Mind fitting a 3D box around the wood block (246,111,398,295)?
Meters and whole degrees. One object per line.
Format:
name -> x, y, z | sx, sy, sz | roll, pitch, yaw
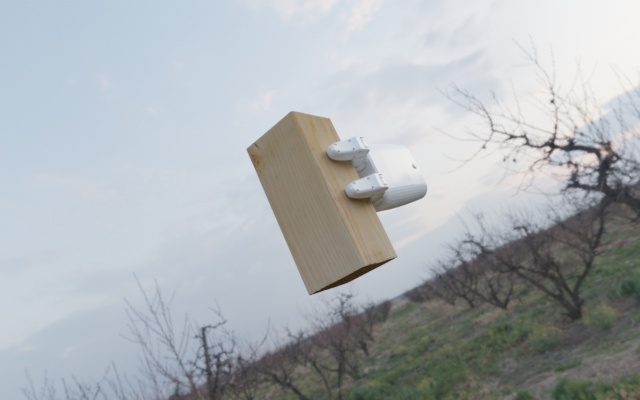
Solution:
wood block -> 0.000, 0.002, 0.607 | 0.091, 0.206, 0.090 | -34, -17, 32
